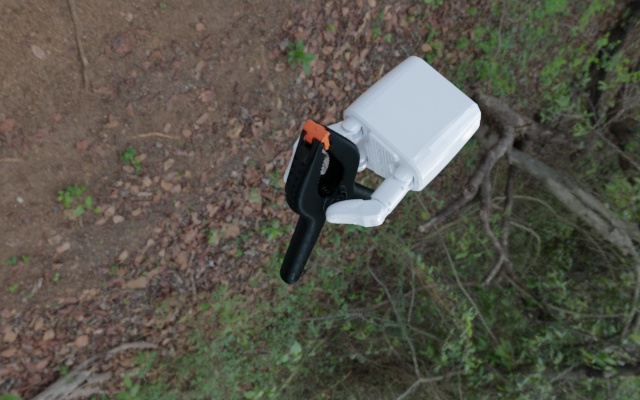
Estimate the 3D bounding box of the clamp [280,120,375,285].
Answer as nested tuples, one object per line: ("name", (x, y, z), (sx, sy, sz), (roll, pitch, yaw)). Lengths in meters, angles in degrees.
("clamp", (0.001, 0.002, 0.515), (0.036, 0.164, 0.210), (38, -16, 28))
